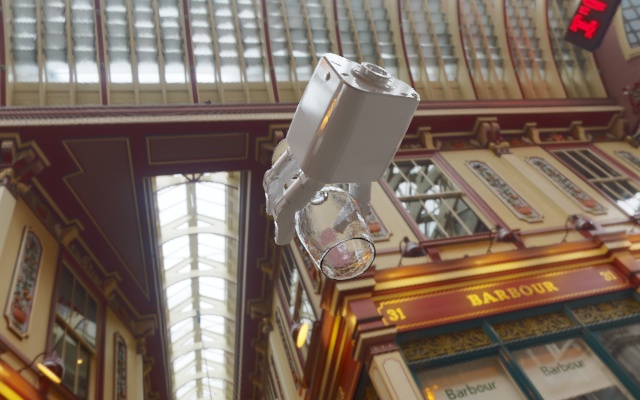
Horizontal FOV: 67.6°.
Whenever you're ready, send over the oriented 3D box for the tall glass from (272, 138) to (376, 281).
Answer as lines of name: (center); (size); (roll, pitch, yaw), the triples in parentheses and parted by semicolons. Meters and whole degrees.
tall glass: (0.000, 0.002, 0.569); (0.079, 0.079, 0.201); (0, 38, -22)
